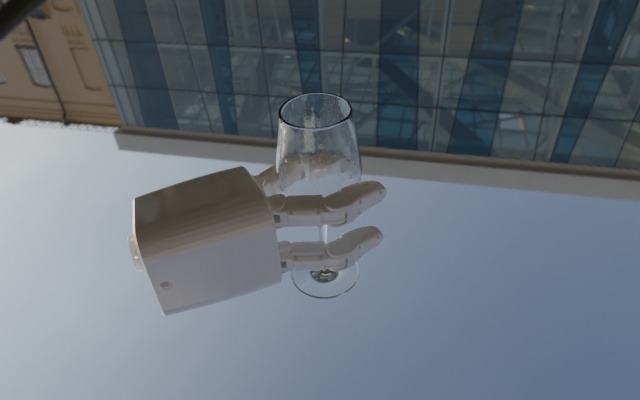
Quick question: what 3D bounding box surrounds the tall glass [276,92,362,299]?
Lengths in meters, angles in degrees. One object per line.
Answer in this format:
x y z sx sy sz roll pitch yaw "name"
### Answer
0.000 0.002 0.458 0.079 0.201 0.079 -2 39 1 "tall glass"
